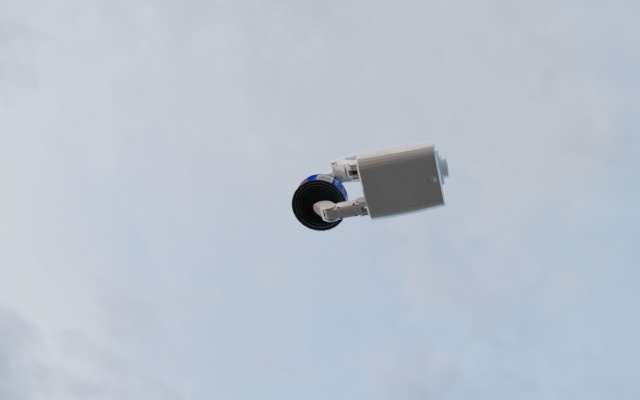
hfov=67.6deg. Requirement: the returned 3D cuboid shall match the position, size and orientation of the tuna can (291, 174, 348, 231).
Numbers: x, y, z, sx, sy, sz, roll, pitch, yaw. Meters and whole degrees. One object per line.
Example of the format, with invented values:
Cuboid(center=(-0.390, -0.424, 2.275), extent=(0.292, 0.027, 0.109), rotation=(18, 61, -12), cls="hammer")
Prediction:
Cuboid(center=(0.000, 0.002, 0.746), extent=(0.086, 0.086, 0.033), rotation=(0, 23, 11), cls="tuna can")
